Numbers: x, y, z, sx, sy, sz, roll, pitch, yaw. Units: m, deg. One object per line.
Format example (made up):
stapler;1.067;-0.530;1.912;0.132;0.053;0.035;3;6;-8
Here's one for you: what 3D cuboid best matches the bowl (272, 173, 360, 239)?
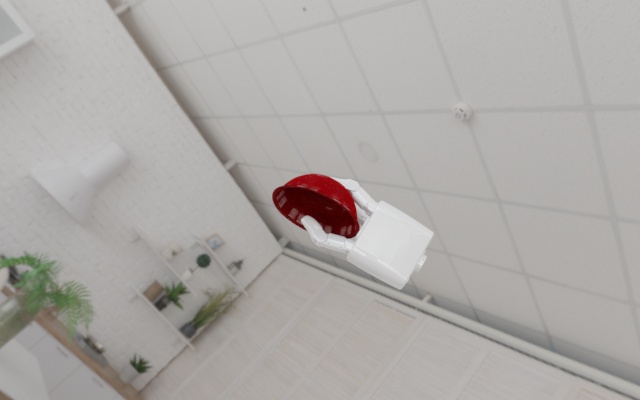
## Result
bowl;-0.001;0.002;0.824;0.162;0.055;0.162;19;-27;10
